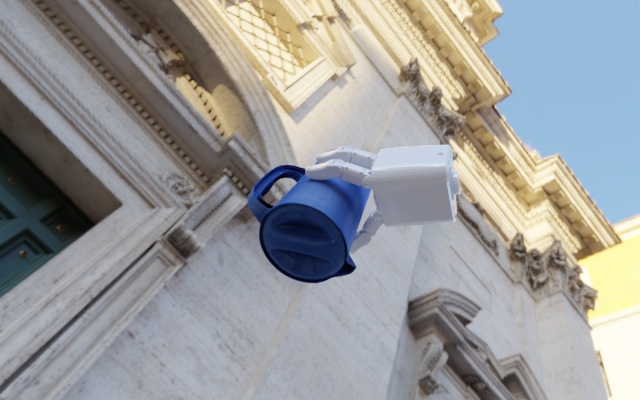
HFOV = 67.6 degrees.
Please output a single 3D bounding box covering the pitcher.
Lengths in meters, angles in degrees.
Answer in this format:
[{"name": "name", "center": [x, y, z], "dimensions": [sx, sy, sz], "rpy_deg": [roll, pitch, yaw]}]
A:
[{"name": "pitcher", "center": [0.000, 0.003, 0.761], "dimensions": [0.145, 0.149, 0.242], "rpy_deg": [-6, 26, 23]}]
